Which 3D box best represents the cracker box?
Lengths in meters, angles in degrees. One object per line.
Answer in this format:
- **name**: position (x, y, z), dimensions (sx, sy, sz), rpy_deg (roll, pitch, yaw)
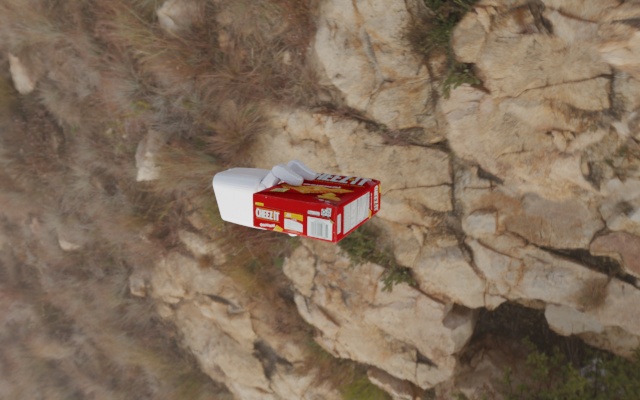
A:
- **cracker box**: position (0.000, 0.003, 0.886), dimensions (0.164, 0.072, 0.213), rpy_deg (9, 18, 25)
